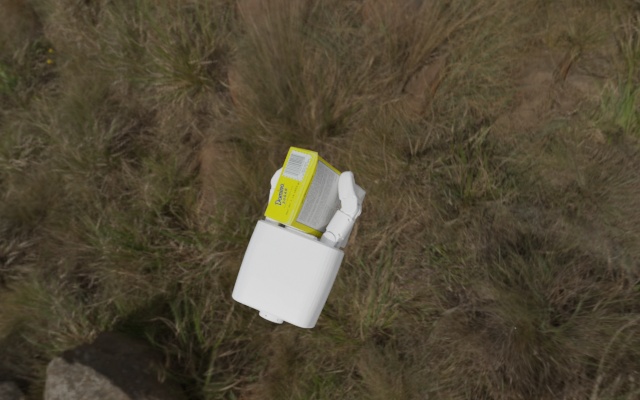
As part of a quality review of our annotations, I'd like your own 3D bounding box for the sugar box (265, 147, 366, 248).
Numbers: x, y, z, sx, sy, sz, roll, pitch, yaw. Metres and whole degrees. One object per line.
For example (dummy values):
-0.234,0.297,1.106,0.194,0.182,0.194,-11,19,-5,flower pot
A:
0.000,0.002,0.639,0.048,0.093,0.176,19,-6,25,sugar box
